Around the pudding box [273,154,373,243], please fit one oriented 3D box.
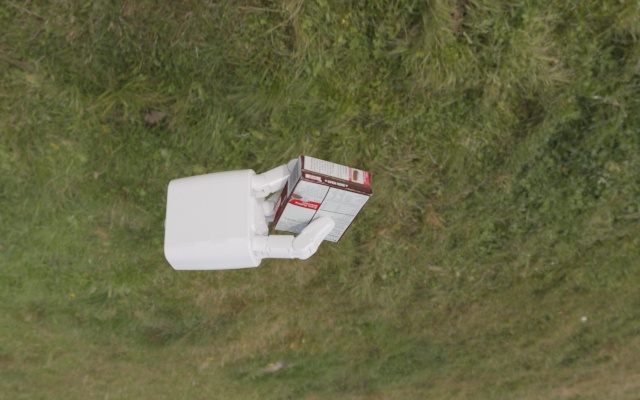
[{"bbox_3d":[0.000,0.002,0.578,0.090,0.039,0.114,13,-37,-16],"label":"pudding box"}]
